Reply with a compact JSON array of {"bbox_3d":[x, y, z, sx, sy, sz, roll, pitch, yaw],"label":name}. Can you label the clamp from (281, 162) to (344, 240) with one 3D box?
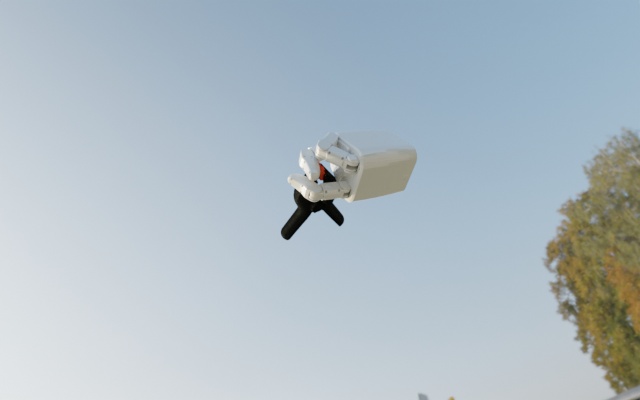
[{"bbox_3d":[0.000,0.002,0.823,0.120,0.039,0.172,-13,-35,-27],"label":"clamp"}]
